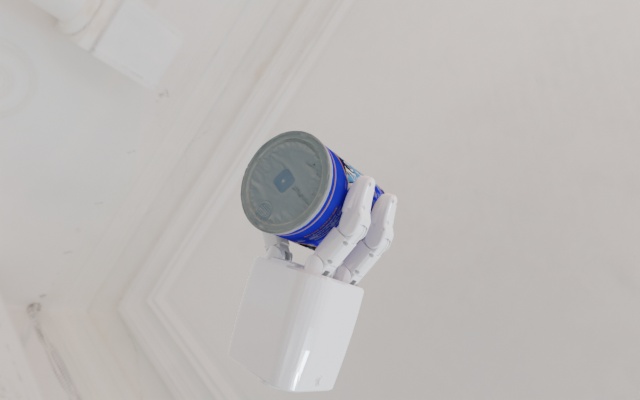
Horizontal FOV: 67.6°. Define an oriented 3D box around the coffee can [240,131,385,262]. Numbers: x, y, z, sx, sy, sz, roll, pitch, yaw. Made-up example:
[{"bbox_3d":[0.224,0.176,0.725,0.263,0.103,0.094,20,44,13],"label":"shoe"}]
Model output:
[{"bbox_3d":[0.000,0.001,0.504,0.103,0.102,0.140,0,-17,33],"label":"coffee can"}]
